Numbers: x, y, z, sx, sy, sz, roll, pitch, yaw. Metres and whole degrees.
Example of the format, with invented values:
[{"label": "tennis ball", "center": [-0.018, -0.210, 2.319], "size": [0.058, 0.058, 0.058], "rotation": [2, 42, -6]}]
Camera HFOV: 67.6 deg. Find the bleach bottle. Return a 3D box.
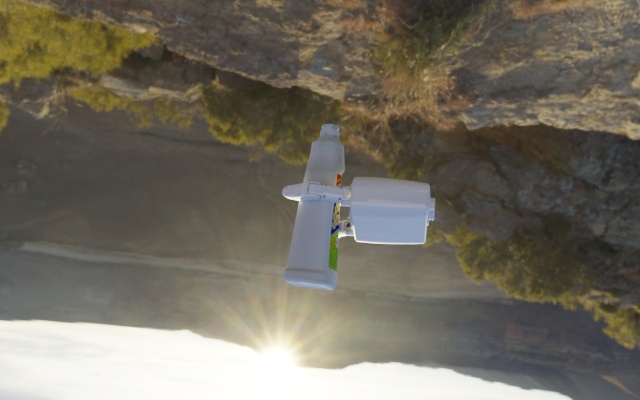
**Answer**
[{"label": "bleach bottle", "center": [0.000, 0.002, 0.715], "size": [0.068, 0.250, 0.102], "rotation": [3, -15, 13]}]
